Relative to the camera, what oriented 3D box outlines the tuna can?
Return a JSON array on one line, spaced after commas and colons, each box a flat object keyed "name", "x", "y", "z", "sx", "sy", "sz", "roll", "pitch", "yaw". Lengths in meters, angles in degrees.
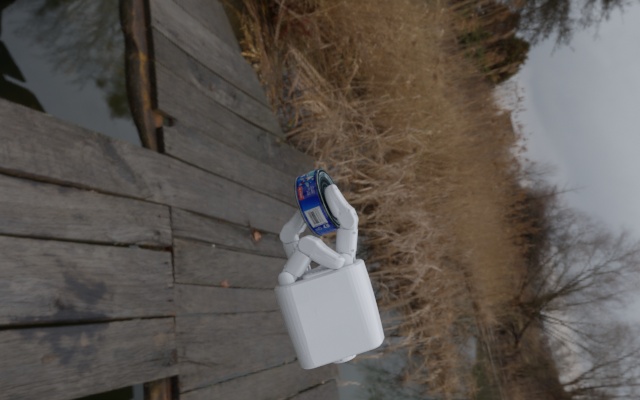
[{"name": "tuna can", "x": 0.001, "y": 0.002, "z": 0.632, "sx": 0.034, "sy": 0.086, "sz": 0.086, "roll": -21, "pitch": -7, "yaw": 18}]
